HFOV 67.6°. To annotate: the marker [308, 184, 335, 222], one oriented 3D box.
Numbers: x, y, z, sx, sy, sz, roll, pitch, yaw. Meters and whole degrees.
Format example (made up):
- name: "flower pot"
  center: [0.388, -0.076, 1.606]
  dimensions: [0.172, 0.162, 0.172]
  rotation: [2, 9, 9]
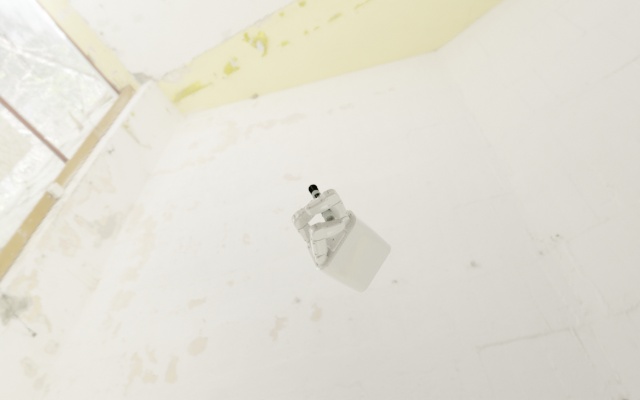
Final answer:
- name: "marker"
  center: [0.000, 0.003, 0.842]
  dimensions: [0.020, 0.020, 0.121]
  rotation: [0, 27, -17]
